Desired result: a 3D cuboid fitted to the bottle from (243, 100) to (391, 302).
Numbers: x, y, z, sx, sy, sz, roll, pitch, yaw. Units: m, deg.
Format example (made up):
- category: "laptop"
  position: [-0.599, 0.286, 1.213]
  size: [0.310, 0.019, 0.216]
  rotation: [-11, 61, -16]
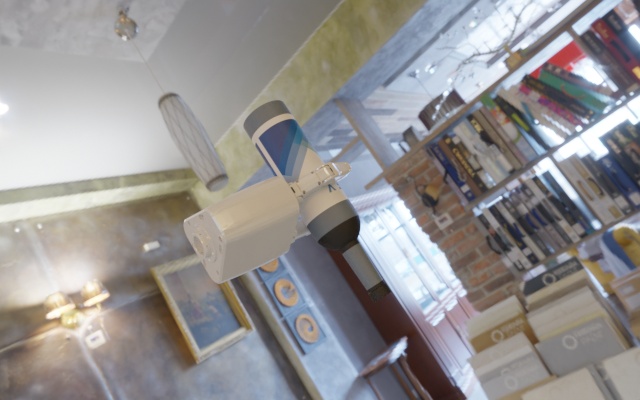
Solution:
- category: "bottle"
  position: [0.000, 0.002, 0.635]
  size: [0.069, 0.295, 0.069]
  rotation: [-32, -12, -7]
